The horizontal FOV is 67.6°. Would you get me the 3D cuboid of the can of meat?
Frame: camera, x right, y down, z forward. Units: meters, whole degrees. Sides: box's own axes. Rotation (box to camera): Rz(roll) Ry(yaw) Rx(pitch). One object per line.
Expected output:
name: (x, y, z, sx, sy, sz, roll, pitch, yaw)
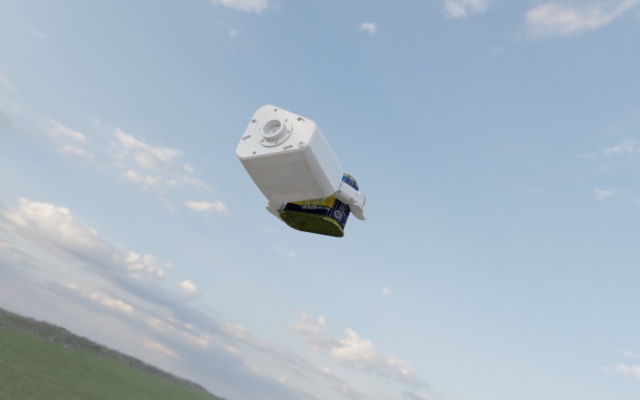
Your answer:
can of meat: (0.000, 0.002, 0.730, 0.102, 0.084, 0.057, 7, -28, 30)
